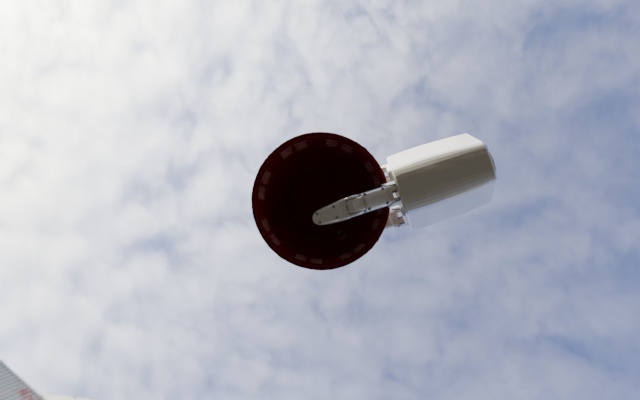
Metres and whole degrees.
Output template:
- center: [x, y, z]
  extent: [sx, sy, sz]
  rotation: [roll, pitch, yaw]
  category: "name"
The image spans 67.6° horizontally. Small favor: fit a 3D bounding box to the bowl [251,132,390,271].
- center: [-0.001, 0.002, 0.579]
  extent: [0.162, 0.162, 0.055]
  rotation: [0, -5, -1]
  category: "bowl"
